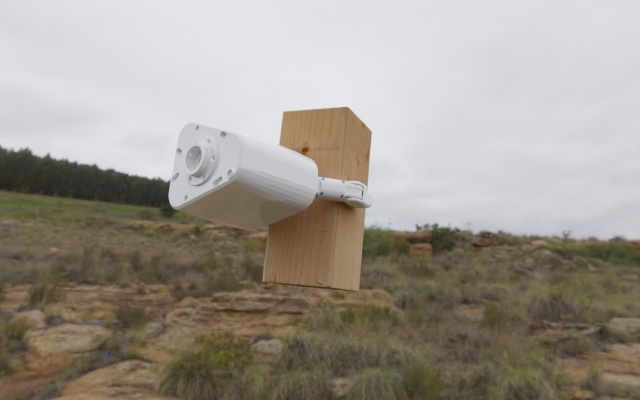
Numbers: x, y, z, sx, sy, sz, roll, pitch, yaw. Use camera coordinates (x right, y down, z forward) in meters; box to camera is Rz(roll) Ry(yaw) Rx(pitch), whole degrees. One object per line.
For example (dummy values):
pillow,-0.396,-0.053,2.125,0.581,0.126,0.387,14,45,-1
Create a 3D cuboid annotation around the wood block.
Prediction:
wood block,0.000,0.002,0.581,0.091,0.206,0.090,1,-12,25
